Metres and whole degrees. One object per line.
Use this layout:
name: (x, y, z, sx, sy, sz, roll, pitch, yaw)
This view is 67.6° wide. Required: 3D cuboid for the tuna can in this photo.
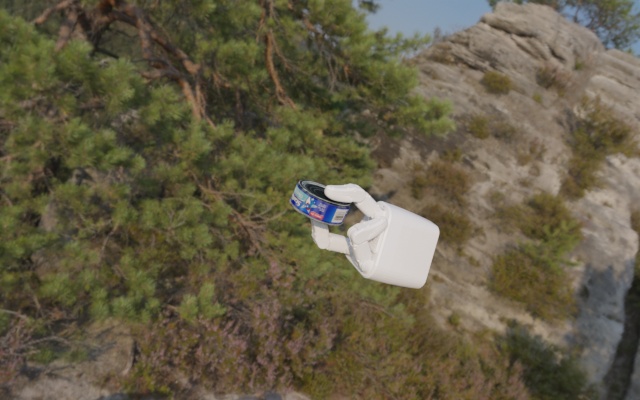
tuna can: (0.000, 0.002, 0.702, 0.086, 0.034, 0.086, 22, 16, -7)
